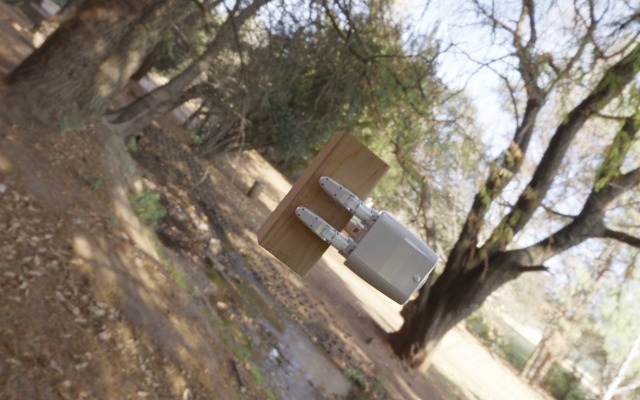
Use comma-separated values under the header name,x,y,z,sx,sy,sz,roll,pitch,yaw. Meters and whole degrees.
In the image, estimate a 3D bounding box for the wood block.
name,x,y,z,sx,sy,sz,roll,pitch,yaw
wood block,0.000,0.002,0.730,0.090,0.206,0.091,38,-1,-11
